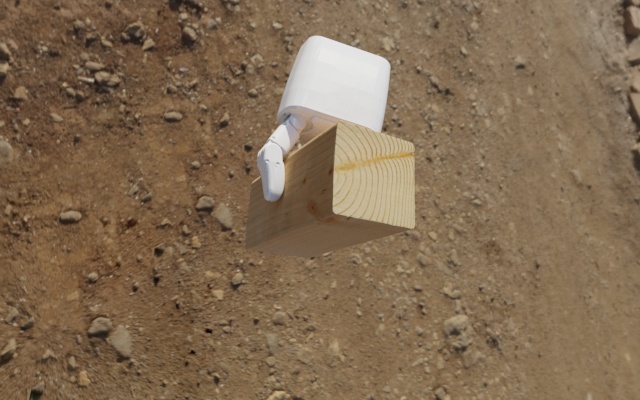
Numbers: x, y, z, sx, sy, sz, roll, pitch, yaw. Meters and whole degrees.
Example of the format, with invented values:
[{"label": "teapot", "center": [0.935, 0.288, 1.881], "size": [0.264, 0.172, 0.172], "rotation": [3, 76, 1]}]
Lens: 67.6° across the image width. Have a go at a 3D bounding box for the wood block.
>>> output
[{"label": "wood block", "center": [0.000, 0.001, 0.518], "size": [0.091, 0.090, 0.206], "rotation": [13, -20, -27]}]
